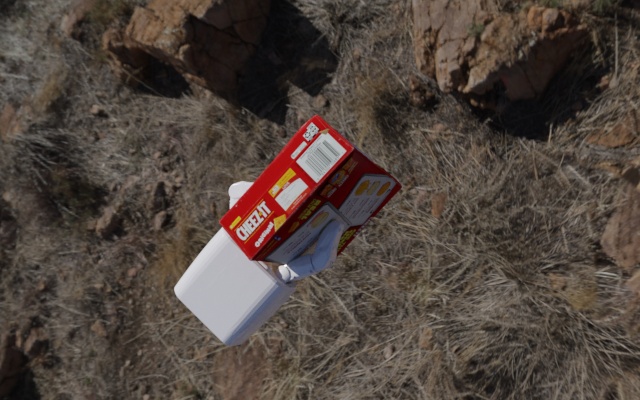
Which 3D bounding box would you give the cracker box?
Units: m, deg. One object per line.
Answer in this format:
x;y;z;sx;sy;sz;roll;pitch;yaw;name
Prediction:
0.000;0.002;0.596;0.072;0.164;0.214;46;10;23;cracker box
